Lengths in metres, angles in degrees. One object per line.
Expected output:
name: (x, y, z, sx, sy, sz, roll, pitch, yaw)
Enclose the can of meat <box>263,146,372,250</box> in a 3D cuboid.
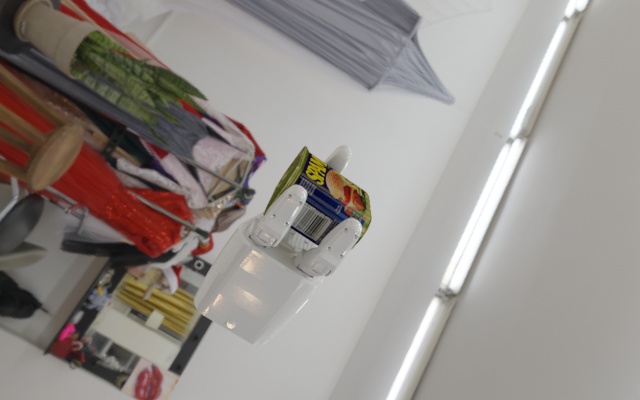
can of meat: (0.000, 0.002, 0.462, 0.084, 0.057, 0.102, 34, 19, -9)
